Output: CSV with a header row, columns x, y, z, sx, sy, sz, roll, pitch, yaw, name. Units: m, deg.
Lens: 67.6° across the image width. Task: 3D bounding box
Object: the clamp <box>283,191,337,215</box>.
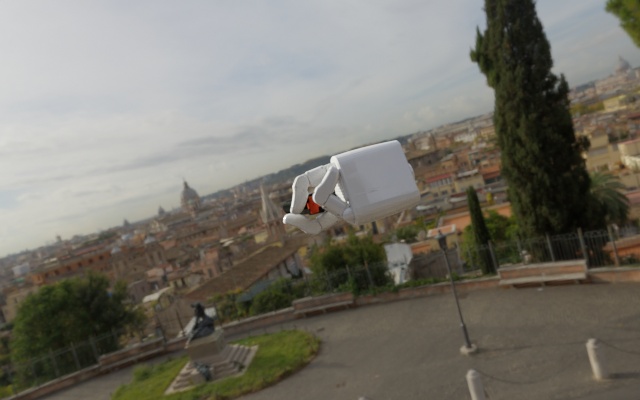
x,y,z,sx,sy,sz,roll,pitch,yaw,name
0.000,0.002,0.812,0.120,0.039,0.171,-17,4,-8,clamp
